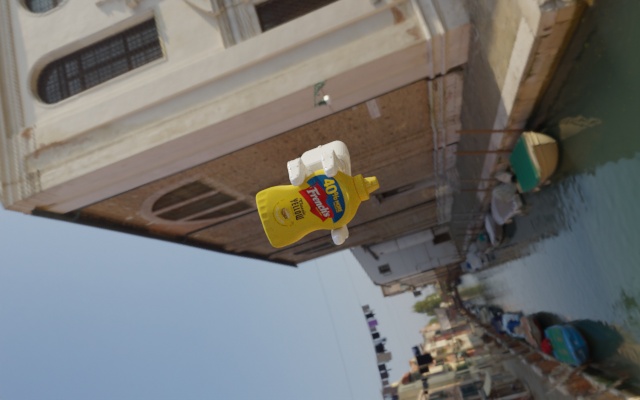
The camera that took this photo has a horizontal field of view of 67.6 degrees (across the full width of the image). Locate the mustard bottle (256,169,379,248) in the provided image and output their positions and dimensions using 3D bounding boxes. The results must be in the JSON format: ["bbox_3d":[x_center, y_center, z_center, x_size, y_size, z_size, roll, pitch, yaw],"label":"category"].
[{"bbox_3d":[0.000,0.003,0.760,0.191,0.096,0.058,-19,-4,10],"label":"mustard bottle"}]
